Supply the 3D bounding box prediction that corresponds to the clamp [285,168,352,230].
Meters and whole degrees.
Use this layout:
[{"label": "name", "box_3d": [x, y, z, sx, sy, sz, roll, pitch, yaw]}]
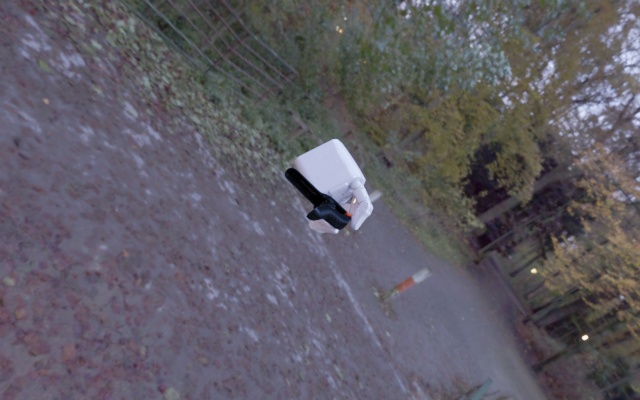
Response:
[{"label": "clamp", "box_3d": [0.001, 0.003, 0.879, 0.039, 0.120, 0.171, -34, -28, 15]}]
